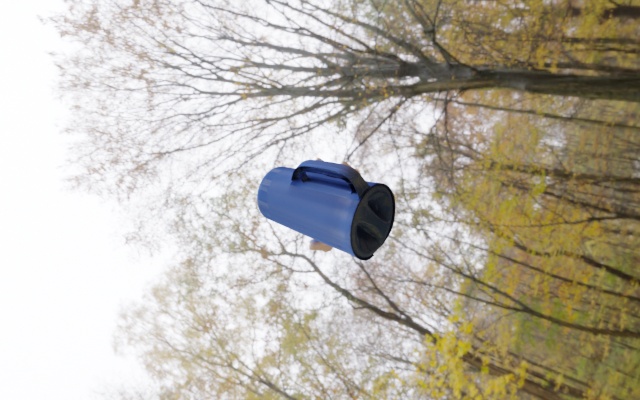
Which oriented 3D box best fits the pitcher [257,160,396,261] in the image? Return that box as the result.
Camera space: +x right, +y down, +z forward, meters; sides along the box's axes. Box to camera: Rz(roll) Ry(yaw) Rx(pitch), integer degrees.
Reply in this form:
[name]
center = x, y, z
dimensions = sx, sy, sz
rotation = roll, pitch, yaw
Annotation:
[pitcher]
center = 0.000, 0.003, 0.857
dimensions = 0.243, 0.149, 0.145
rotation = 16, 6, 37
